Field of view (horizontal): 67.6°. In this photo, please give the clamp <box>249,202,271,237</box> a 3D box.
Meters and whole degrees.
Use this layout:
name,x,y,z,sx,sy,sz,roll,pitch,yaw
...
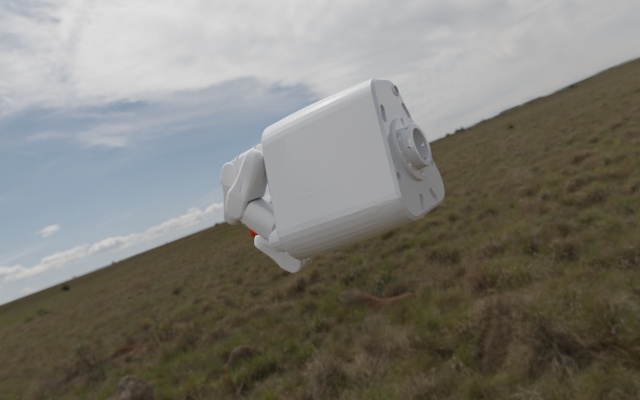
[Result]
name,x,y,z,sx,sy,sz,roll,pitch,yaw
clamp,0.000,0.001,0.485,0.120,0.039,0.171,-21,0,33
